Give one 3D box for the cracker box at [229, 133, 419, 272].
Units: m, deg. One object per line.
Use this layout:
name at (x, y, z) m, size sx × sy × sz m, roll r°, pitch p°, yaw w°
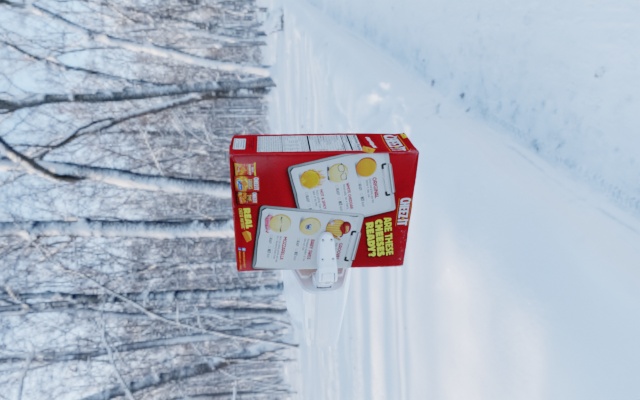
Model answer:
cracker box at (0.000, 0.002, 0.590) m, size 0.214 × 0.164 × 0.072 m, roll -2°, pitch 31°, yaw -6°
